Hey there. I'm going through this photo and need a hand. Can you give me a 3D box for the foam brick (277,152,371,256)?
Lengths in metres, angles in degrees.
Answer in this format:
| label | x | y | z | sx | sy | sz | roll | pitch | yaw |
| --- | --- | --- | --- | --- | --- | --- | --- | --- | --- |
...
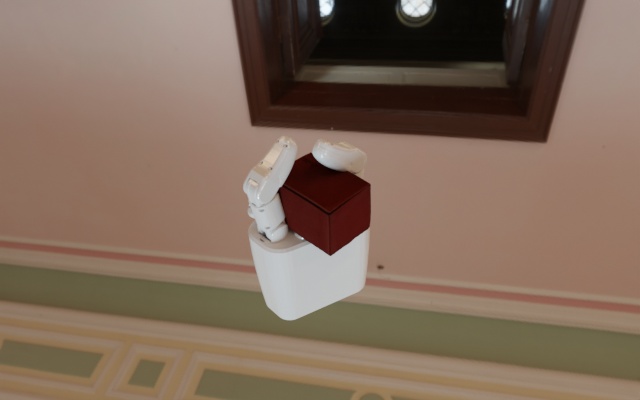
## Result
| label | x | y | z | sx | sy | sz | roll | pitch | yaw |
| --- | --- | --- | --- | --- | --- | --- | --- | --- | --- |
| foam brick | 0.000 | 0.001 | 0.425 | 0.053 | 0.051 | 0.078 | -32 | 46 | -31 |
